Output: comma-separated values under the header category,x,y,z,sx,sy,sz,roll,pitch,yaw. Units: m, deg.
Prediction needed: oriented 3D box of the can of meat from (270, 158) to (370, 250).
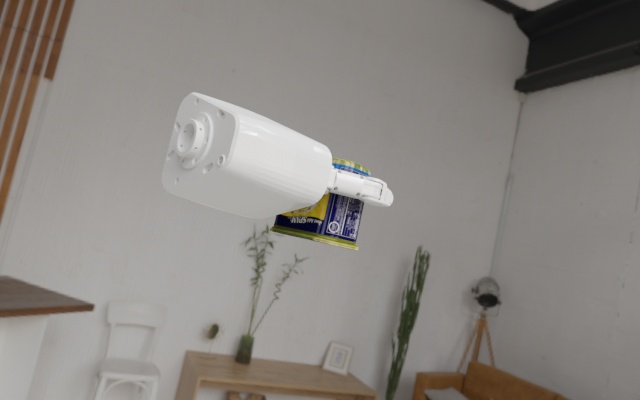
category,x,y,z,sx,sy,sz,roll,pitch,yaw
can of meat,0.000,0.001,0.503,0.057,0.084,0.102,17,-7,-41
